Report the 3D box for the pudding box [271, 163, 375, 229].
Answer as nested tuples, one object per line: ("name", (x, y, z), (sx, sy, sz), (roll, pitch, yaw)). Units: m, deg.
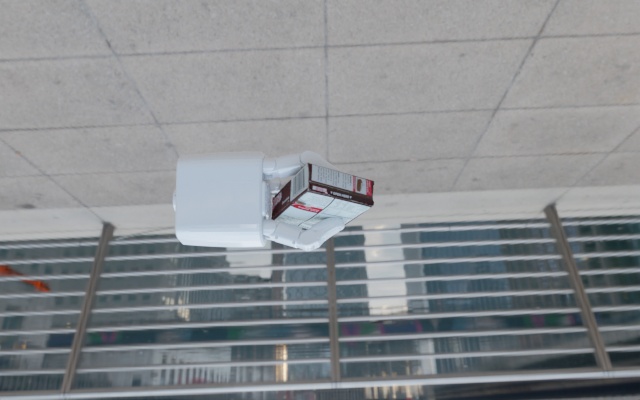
("pudding box", (0.000, 0.002, 0.591), (0.090, 0.039, 0.113), (13, -25, -24))
